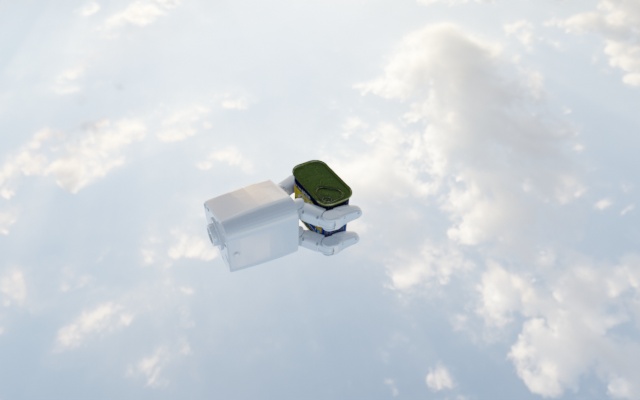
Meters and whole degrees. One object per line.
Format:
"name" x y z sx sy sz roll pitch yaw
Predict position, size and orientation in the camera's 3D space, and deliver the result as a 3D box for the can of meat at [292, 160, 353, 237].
"can of meat" 0.000 0.003 0.718 0.057 0.084 0.102 -21 47 -25
